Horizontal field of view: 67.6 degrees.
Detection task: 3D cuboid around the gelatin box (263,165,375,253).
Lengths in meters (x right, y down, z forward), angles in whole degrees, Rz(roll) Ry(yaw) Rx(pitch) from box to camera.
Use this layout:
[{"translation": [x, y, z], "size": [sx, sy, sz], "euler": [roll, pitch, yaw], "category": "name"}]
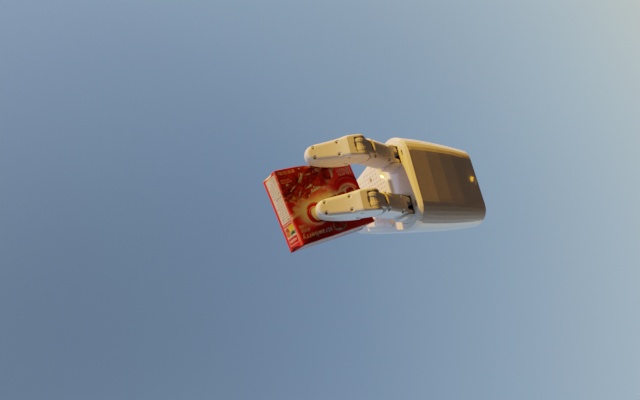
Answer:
[{"translation": [0.000, 0.002, 0.455], "size": [0.089, 0.073, 0.030], "euler": [-15, -13, -35], "category": "gelatin box"}]
